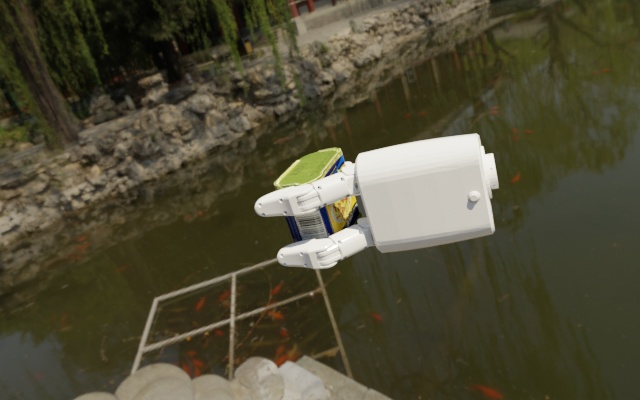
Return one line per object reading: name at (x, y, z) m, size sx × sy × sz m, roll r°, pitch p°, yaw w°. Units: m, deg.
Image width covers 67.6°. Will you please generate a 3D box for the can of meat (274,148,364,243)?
can of meat at (0.000, 0.001, 0.497) m, size 0.057 × 0.084 × 0.102 m, roll -8°, pitch 23°, yaw 23°
